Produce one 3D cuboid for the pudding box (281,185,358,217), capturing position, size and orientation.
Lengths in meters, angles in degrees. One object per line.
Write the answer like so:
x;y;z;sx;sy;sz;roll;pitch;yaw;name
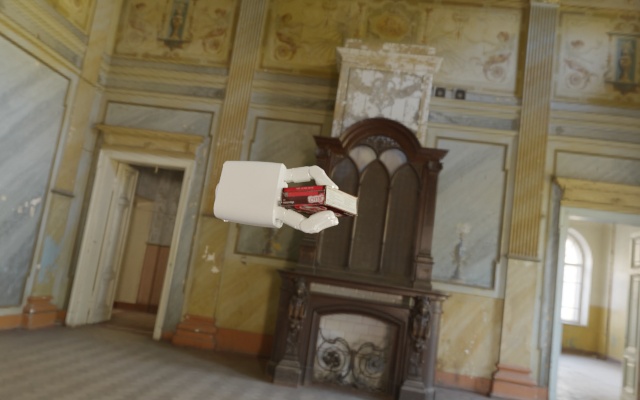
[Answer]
0.000;0.003;0.824;0.090;0.039;0.113;-1;-10;33;pudding box
